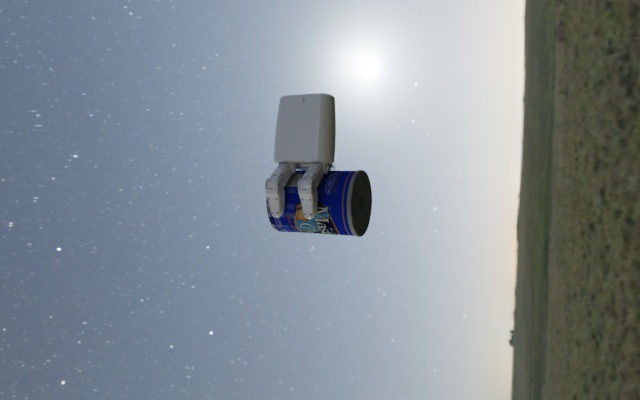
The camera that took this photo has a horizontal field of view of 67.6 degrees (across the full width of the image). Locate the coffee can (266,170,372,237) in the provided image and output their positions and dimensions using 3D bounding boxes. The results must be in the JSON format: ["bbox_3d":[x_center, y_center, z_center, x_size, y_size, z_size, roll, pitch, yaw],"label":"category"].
[{"bbox_3d":[0.000,0.003,0.759,0.140,0.103,0.103,2,1,23],"label":"coffee can"}]
